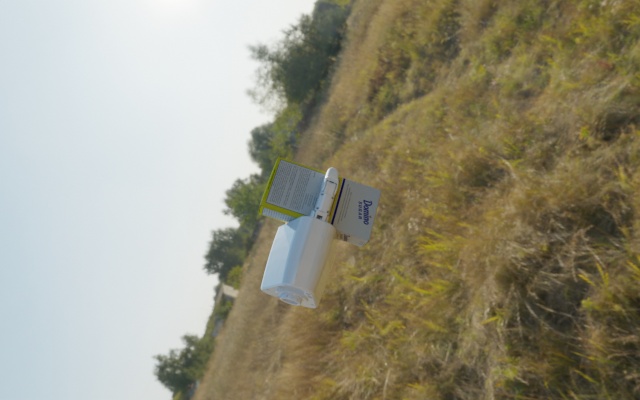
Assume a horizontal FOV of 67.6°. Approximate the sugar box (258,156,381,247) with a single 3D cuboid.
[{"bbox_3d":[0.000,0.003,0.756,0.176,0.093,0.048,20,-24,-6],"label":"sugar box"}]
